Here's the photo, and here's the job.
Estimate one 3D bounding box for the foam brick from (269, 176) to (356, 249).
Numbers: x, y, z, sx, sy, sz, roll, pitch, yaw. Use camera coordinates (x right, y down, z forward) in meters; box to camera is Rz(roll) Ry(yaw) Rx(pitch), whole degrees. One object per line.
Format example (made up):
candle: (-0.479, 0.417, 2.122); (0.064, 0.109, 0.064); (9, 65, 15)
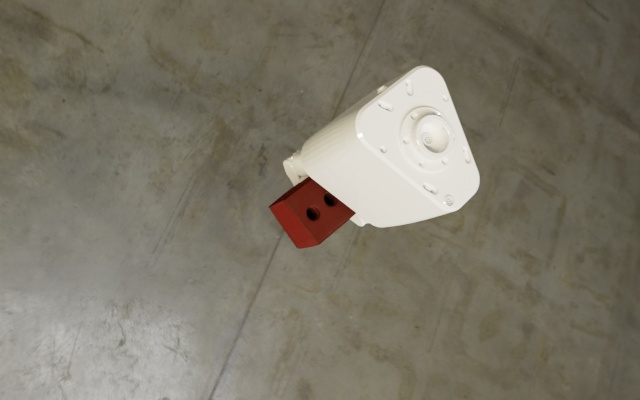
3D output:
foam brick: (0.000, 0.002, 0.456); (0.078, 0.053, 0.051); (-40, 9, -22)
